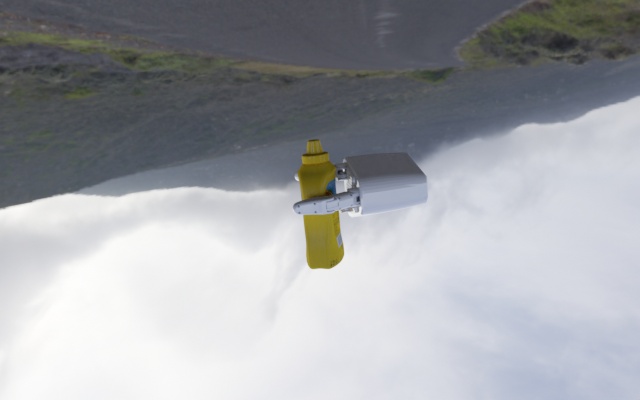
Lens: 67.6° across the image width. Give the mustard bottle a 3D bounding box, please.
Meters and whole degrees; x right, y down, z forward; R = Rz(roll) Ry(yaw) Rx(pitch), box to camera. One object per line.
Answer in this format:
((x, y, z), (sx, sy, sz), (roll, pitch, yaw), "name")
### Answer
((0.000, 0.003, 0.734), (0.058, 0.192, 0.096), (-2, 14, 15), "mustard bottle")
